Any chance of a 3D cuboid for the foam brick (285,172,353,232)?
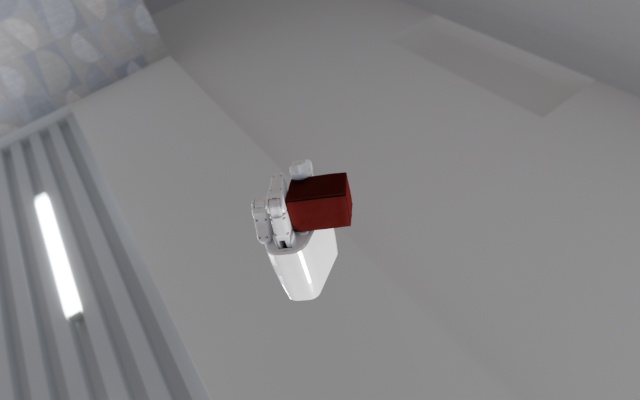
[{"bbox_3d":[0.000,0.002,0.617,0.078,0.051,0.053,-7,34,11],"label":"foam brick"}]
